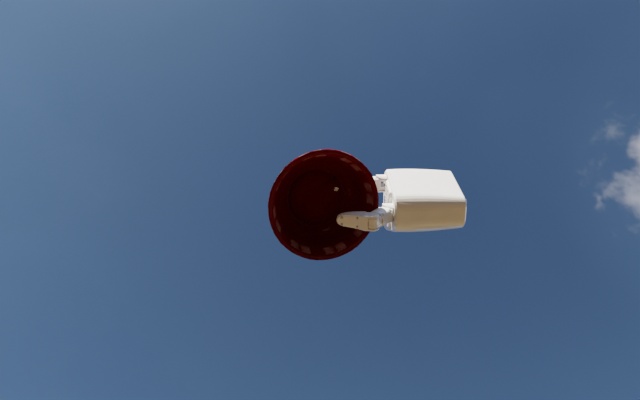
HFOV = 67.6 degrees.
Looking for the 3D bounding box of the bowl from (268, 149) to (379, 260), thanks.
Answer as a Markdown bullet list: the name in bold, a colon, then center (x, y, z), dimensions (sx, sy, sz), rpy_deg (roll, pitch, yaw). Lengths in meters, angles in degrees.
- **bowl**: center (-0.001, 0.002, 0.694), dimensions (0.162, 0.162, 0.055), rpy_deg (0, 14, -15)
